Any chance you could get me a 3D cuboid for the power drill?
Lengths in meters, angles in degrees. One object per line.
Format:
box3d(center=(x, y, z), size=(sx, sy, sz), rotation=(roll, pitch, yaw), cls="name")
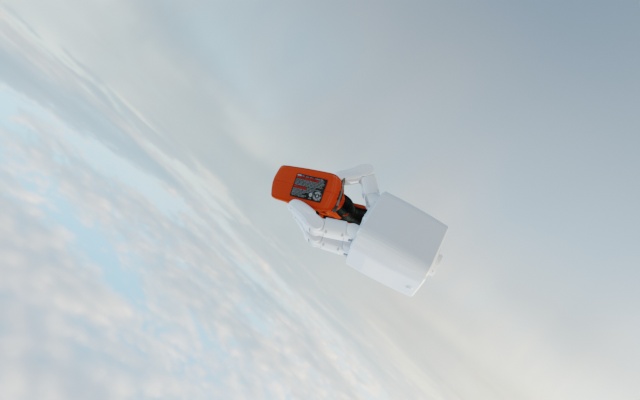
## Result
box3d(center=(0.000, 0.002, 0.752), size=(0.184, 0.057, 0.188), rotation=(11, -10, 27), cls="power drill")
